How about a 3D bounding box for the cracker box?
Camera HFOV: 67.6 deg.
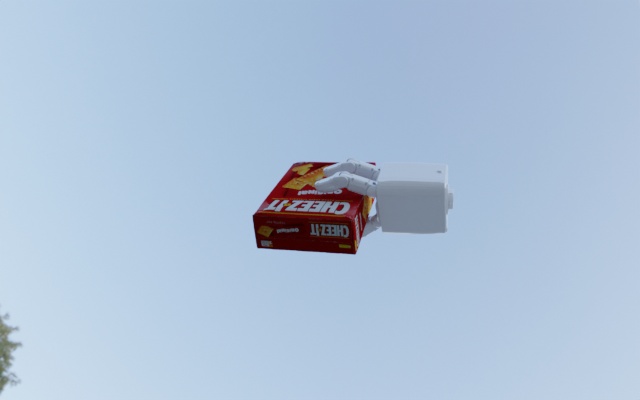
[{"bbox_3d":[0.000,0.003,0.816,0.164,0.072,0.213,1,27,16],"label":"cracker box"}]
